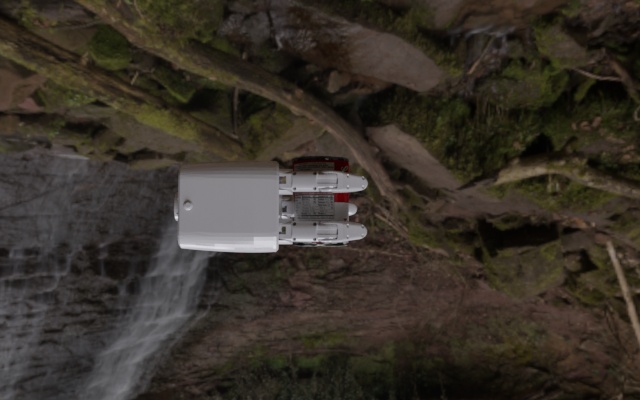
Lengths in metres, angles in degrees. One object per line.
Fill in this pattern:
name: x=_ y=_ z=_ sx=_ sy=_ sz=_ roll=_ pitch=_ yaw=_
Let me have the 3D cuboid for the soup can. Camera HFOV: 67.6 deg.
soup can: x=0.001 y=0.002 z=0.564 sx=0.068 sy=0.102 sz=0.068 roll=0 pitch=-2 yaw=0
